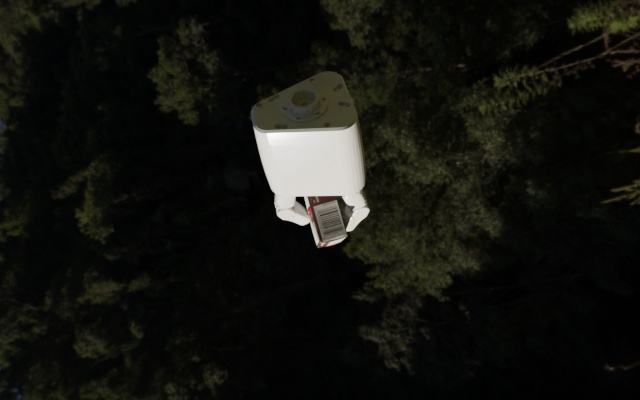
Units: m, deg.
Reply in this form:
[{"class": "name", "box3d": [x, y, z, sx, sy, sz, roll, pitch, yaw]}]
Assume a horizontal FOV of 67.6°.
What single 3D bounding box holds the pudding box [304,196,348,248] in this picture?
[{"class": "pudding box", "box3d": [0.000, 0.002, 0.624, 0.039, 0.113, 0.090, -13, -8, -4]}]
